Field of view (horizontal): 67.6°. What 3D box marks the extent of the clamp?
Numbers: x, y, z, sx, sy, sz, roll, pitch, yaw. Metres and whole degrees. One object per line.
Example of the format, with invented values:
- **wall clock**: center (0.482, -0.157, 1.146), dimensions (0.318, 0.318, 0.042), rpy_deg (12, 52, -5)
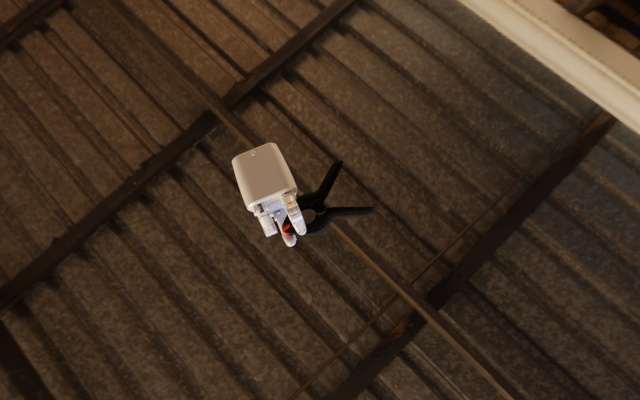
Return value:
- **clamp**: center (0.000, 0.003, 0.885), dimensions (0.171, 0.120, 0.039), rpy_deg (-23, -19, -2)
